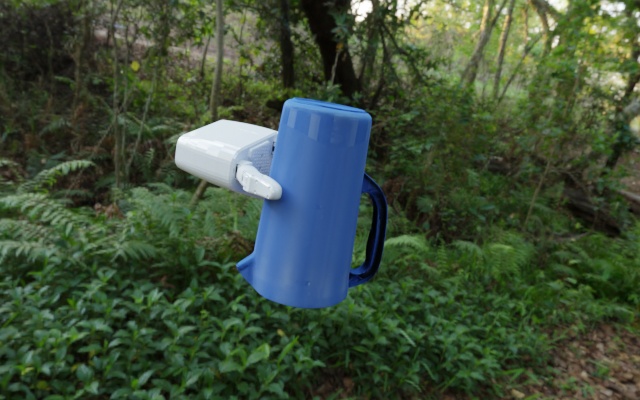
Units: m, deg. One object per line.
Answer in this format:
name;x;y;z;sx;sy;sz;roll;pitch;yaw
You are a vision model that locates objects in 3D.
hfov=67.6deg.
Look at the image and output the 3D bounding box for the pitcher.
pitcher;0.000;0.002;0.604;0.145;0.243;0.149;19;17;29
